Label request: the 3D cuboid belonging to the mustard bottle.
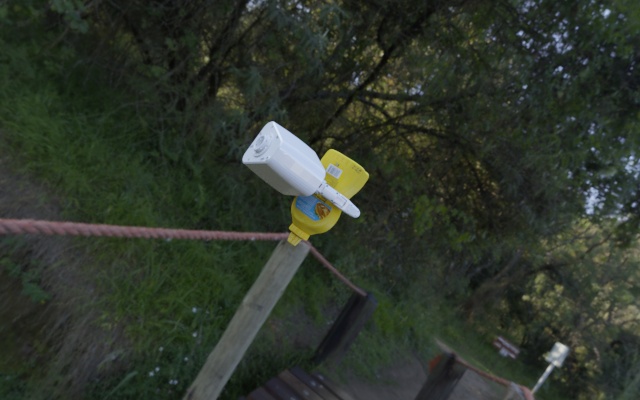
[{"bbox_3d":[0.000,0.003,0.898,0.096,0.191,0.058,35,-1,32],"label":"mustard bottle"}]
